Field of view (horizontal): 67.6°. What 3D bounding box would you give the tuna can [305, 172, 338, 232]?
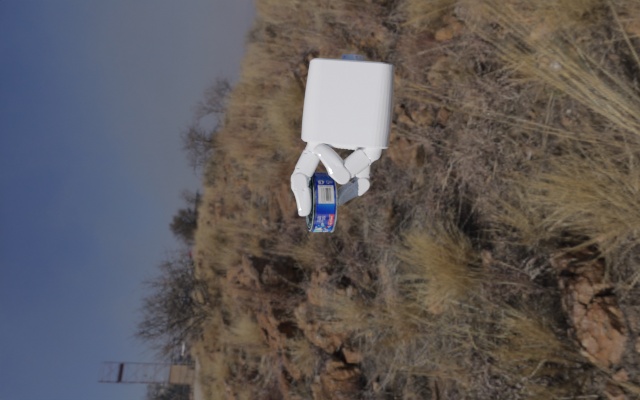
[{"bbox_3d":[0.000,0.002,0.675,0.034,0.086,0.086,0,0,-10],"label":"tuna can"}]
